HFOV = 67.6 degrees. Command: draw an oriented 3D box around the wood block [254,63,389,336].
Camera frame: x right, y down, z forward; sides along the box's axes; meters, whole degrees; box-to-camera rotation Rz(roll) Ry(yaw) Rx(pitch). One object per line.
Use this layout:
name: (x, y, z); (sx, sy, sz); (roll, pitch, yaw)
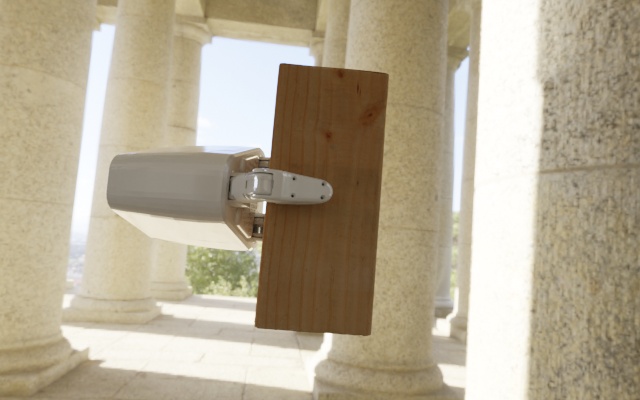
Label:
wood block: (0.000, 0.001, 0.409); (0.090, 0.206, 0.091); (5, -5, -3)
